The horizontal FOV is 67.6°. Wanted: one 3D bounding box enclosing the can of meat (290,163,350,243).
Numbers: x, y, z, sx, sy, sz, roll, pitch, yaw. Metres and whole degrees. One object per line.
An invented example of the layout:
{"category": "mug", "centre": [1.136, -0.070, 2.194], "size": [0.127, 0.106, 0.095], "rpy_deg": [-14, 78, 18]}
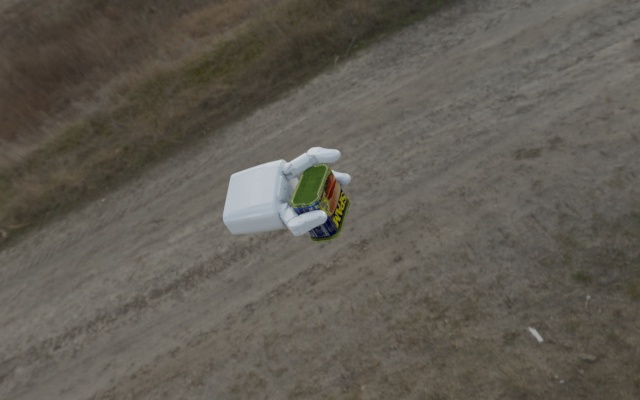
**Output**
{"category": "can of meat", "centre": [0.000, 0.002, 0.774], "size": [0.057, 0.102, 0.084], "rpy_deg": [-9, -49, 28]}
